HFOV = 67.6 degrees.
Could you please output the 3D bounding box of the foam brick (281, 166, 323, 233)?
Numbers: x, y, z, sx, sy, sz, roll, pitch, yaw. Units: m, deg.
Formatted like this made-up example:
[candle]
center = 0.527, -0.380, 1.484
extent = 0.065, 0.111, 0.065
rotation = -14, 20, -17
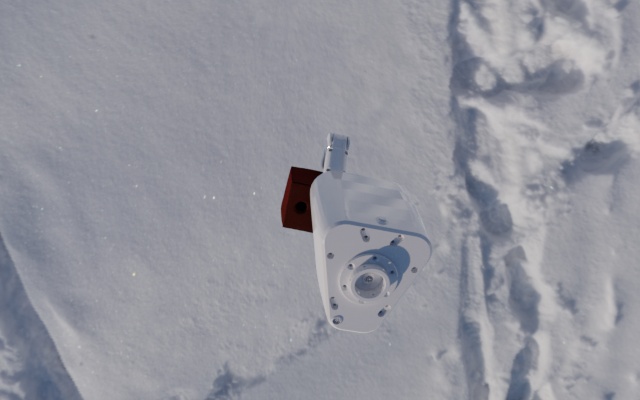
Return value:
[foam brick]
center = 0.000, 0.002, 0.511
extent = 0.078, 0.053, 0.051
rotation = 10, 23, -8
